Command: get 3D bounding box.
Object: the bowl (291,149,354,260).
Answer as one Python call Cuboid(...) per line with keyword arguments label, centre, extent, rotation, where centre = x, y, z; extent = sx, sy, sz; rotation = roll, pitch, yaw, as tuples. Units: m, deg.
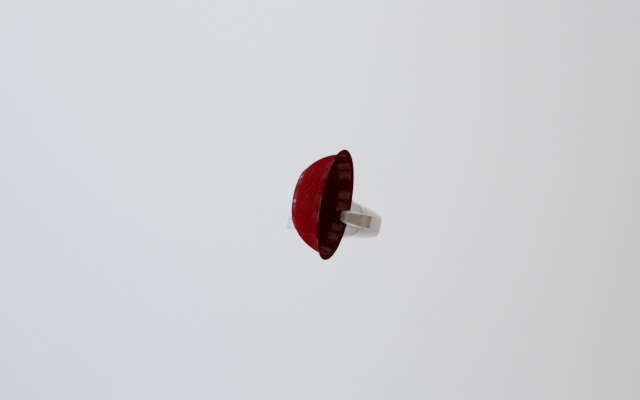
Cuboid(label="bowl", centre=(-0.001, 0.002, 0.693), extent=(0.055, 0.162, 0.162), rotation=(11, 3, 17))
